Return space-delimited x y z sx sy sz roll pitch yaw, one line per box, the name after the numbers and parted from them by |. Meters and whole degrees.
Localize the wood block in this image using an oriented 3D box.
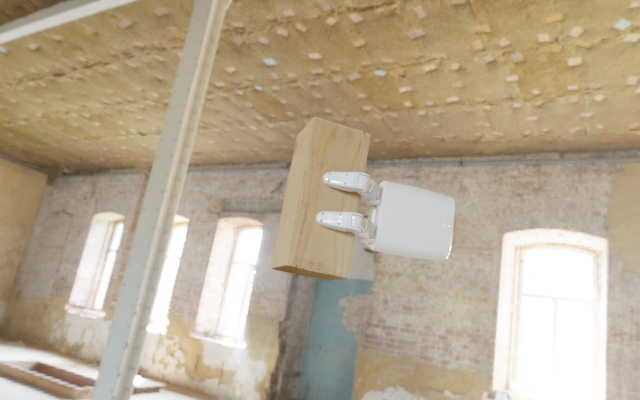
0.000 0.002 0.676 0.090 0.206 0.091 14 -15 -15 | wood block
